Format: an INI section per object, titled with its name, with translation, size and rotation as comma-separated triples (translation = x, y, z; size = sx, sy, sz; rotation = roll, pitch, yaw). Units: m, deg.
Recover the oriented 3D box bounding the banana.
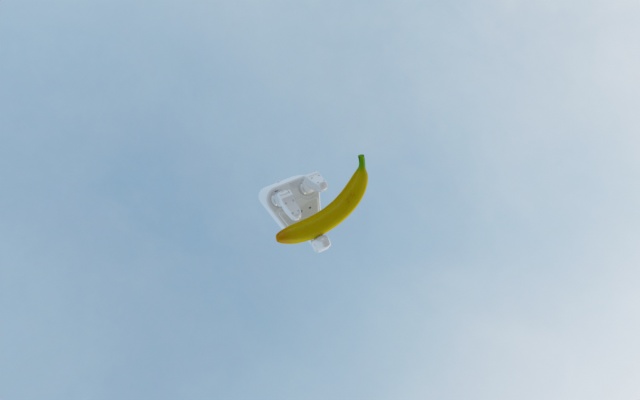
[banana]
translation = 0.014, 0.013, 0.786
size = 0.070, 0.198, 0.037
rotation = 47, -6, -22
